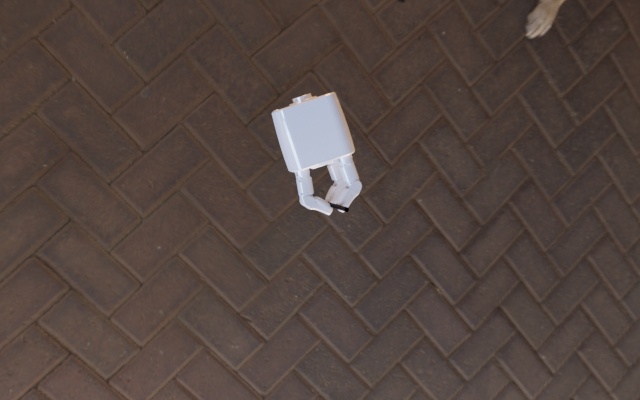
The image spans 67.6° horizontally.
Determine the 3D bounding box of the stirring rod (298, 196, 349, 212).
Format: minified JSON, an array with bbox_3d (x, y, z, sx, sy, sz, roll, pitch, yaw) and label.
[{"bbox_3d":[0.000,0.003,0.880,0.011,0.011,0.239,0,6,-21],"label":"stirring rod"}]
